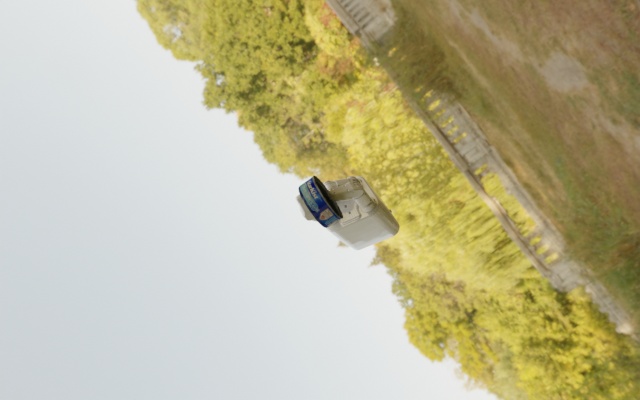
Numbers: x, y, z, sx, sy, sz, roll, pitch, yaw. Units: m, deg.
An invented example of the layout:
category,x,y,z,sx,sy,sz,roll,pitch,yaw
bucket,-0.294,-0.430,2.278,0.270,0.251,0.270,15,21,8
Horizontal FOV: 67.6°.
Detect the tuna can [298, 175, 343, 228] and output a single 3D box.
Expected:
category,x,y,z,sx,sy,sz,roll,pitch,yaw
tuna can,0.000,0.003,0.792,0.034,0.086,0.086,-34,-6,9
